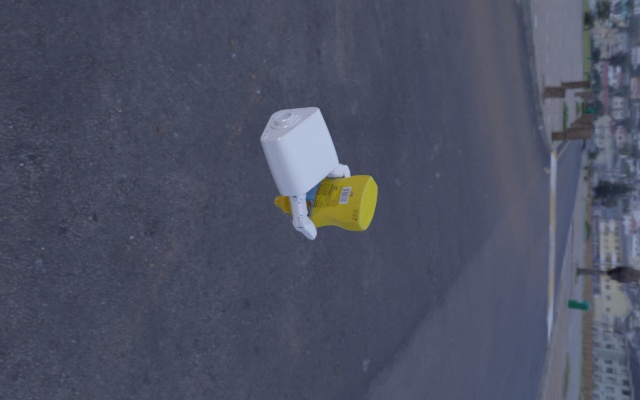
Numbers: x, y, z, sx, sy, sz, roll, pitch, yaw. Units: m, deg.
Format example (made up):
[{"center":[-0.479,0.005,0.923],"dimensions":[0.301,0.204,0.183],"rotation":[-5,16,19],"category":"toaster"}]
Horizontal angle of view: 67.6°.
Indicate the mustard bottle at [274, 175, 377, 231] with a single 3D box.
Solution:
[{"center":[0.000,0.003,0.848],"dimensions":[0.191,0.096,0.058],"rotation":[1,-29,30],"category":"mustard bottle"}]
